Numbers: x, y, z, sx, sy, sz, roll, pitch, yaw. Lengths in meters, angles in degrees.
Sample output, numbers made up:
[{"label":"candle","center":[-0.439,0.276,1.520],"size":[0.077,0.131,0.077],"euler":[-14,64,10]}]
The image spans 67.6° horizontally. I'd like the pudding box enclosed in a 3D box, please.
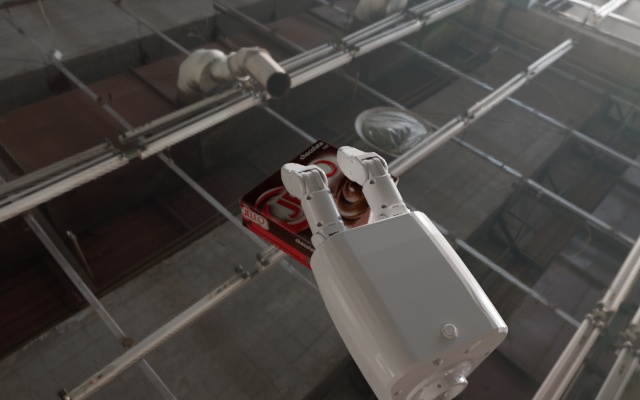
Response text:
[{"label":"pudding box","center":[0.000,0.002,0.417],"size":[0.090,0.039,0.113],"euler":[30,47,23]}]
